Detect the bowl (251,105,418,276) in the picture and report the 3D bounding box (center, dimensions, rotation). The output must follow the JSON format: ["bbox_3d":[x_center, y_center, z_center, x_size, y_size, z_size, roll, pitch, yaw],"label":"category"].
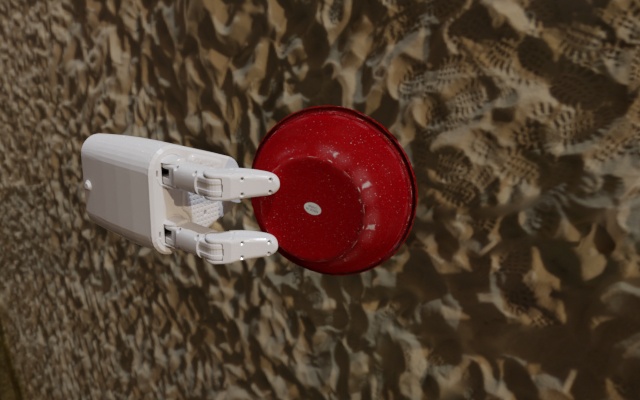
[{"bbox_3d":[0.001,0.001,0.415,0.162,0.162,0.055,0,16,19],"label":"bowl"}]
